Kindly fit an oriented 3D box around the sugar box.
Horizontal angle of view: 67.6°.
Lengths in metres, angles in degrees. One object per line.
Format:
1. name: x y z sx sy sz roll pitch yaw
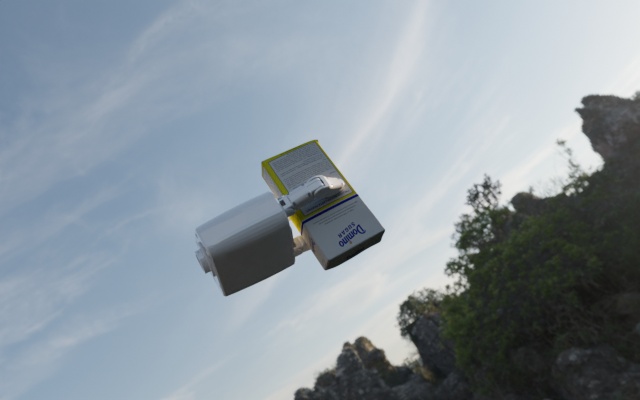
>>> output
1. sugar box: 0.000 0.002 0.661 0.093 0.176 0.048 -26 -23 -19
